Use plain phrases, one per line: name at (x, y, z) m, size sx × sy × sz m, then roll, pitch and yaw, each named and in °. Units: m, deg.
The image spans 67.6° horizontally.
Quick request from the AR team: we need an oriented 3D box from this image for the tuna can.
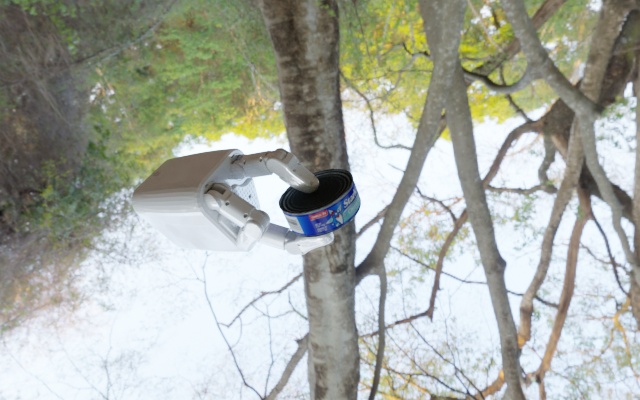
tuna can at (0.000, 0.002, 0.520) m, size 0.086 × 0.034 × 0.086 m, roll -18°, pitch 28°, yaw 10°
